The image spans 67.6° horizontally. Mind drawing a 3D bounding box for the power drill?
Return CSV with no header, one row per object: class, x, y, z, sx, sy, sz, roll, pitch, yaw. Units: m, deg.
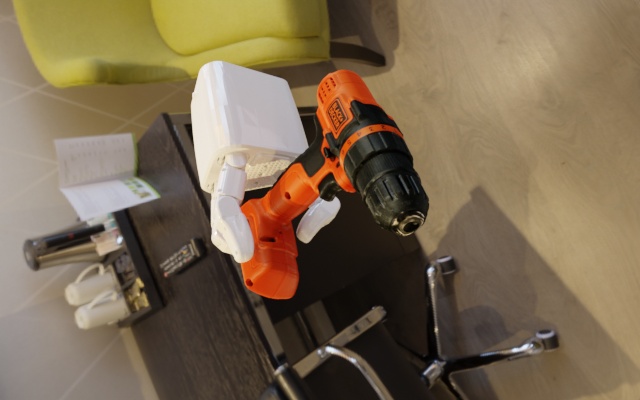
power drill,0.000,0.001,0.411,0.057,0.184,0.188,23,-58,-33
